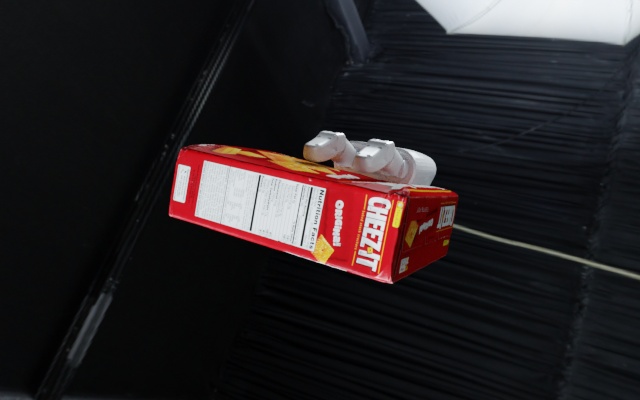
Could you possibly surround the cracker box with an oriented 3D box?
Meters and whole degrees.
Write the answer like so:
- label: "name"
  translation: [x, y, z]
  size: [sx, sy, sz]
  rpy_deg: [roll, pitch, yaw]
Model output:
- label: "cracker box"
  translation: [0.000, 0.002, 0.440]
  size: [0.213, 0.072, 0.164]
  rpy_deg: [13, 8, 27]
